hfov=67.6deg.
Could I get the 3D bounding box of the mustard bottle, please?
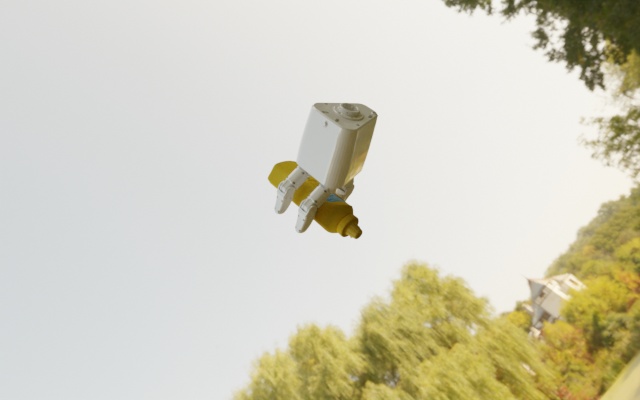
[{"bbox_3d":[0.000,0.003,0.825,0.191,0.058,0.096,40,16,30],"label":"mustard bottle"}]
